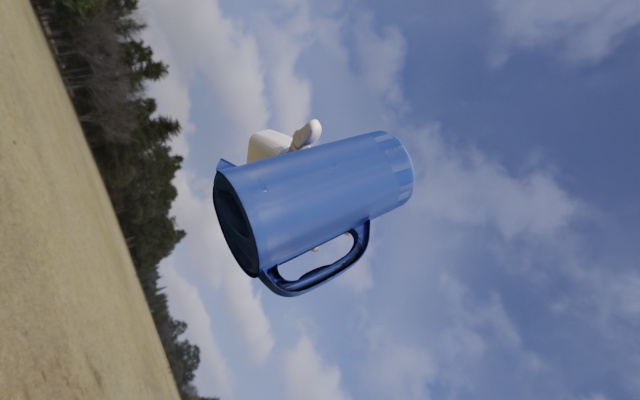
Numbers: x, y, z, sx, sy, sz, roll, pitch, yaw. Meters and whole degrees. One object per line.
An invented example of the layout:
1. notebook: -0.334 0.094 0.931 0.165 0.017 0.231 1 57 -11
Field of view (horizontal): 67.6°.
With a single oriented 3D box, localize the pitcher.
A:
1. pitcher: 0.000 0.002 0.600 0.243 0.149 0.145 -20 27 -25
